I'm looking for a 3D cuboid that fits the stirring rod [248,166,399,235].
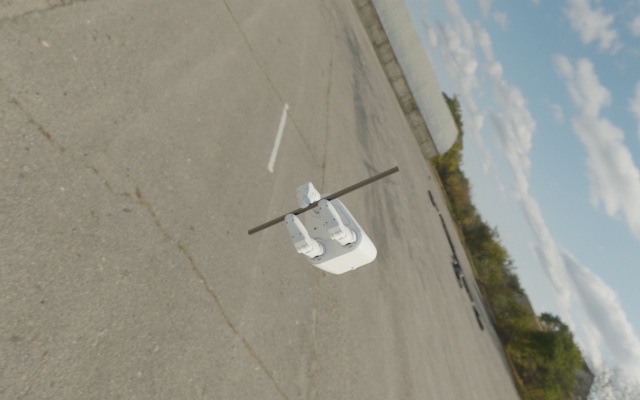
[{"bbox_3d":[0.000,0.002,0.689,0.239,0.011,0.011,-23,-6,13],"label":"stirring rod"}]
